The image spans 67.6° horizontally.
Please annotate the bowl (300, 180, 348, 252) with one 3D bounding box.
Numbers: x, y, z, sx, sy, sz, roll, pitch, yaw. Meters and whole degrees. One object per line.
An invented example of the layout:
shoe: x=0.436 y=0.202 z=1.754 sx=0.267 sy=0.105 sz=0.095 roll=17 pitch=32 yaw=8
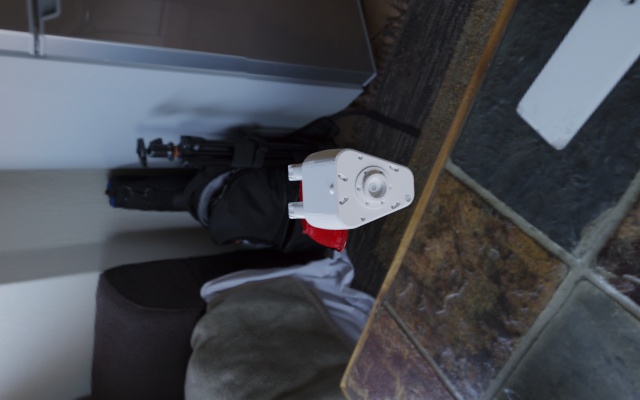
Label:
bowl: x=-0.001 y=0.003 z=0.752 sx=0.055 sy=0.162 sz=0.162 roll=-3 pitch=0 yaw=-10
